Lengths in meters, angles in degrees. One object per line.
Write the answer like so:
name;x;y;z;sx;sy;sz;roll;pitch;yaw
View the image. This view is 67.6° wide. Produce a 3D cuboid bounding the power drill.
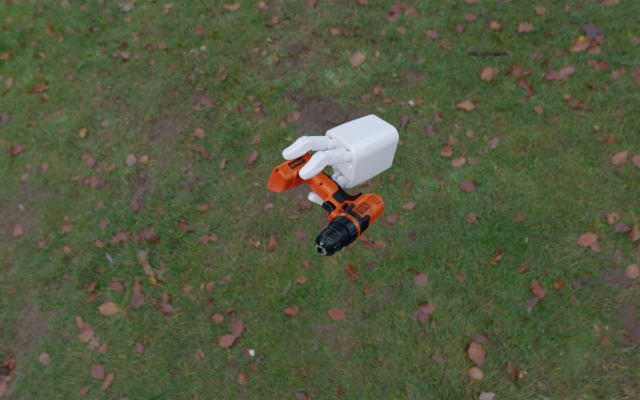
power drill;0.000;0.002;0.841;0.187;0.057;0.184;39;41;16
